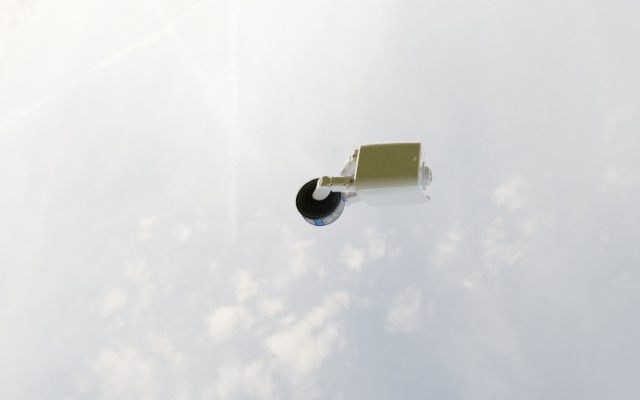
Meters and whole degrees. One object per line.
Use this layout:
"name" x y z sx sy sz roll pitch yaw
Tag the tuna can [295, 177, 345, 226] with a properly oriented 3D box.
"tuna can" 0.000 0.003 0.863 0.086 0.086 0.034 0 -29 20
